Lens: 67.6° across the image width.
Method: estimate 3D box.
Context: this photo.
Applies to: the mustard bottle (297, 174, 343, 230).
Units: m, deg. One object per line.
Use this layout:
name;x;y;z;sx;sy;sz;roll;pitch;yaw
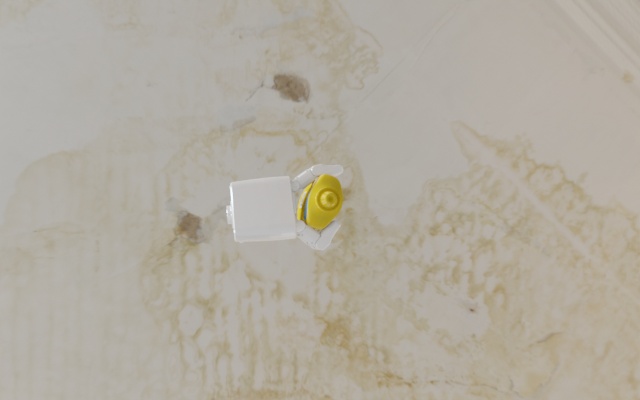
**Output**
mustard bottle;0.000;0.003;0.841;0.058;0.096;0.191;20;-7;-7
